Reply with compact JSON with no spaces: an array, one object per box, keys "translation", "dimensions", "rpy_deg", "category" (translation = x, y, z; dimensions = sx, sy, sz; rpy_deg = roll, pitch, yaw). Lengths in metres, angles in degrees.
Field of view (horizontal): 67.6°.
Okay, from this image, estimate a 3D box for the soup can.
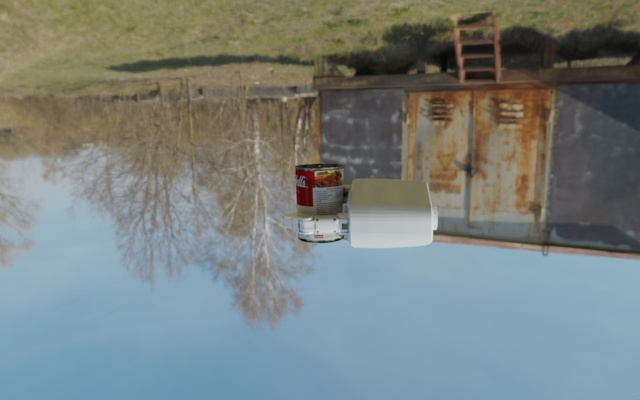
[{"translation":[0.000,0.002,0.663],"dimensions":[0.068,0.102,0.068],"rpy_deg":[-1,10,0],"category":"soup can"}]
